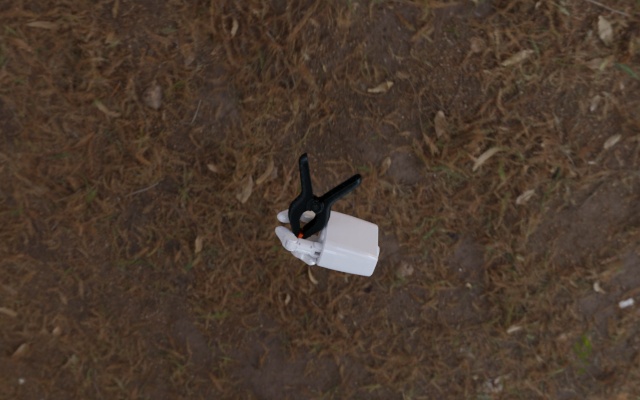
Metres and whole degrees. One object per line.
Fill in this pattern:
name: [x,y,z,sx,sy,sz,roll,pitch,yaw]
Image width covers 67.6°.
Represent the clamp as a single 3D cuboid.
clamp: [0.000,0.003,0.877,0.120,0.171,0.039,15,26,-7]
